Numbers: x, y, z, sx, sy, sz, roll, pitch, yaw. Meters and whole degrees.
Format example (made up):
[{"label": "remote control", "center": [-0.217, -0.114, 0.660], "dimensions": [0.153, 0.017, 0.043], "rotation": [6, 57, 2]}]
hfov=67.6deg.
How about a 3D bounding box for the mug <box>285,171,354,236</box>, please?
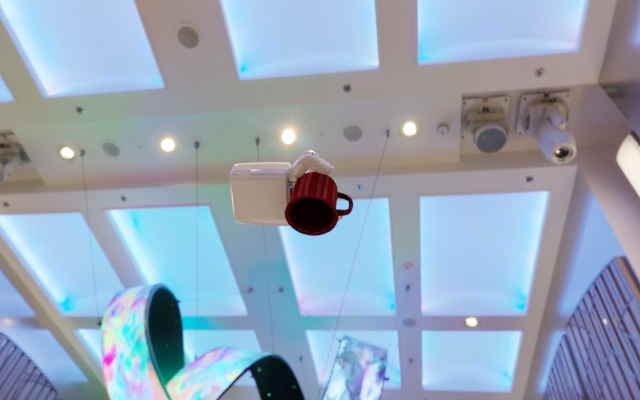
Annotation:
[{"label": "mug", "center": [0.002, 0.003, 0.848], "dimensions": [0.117, 0.093, 0.081], "rotation": [2, 39, 5]}]
